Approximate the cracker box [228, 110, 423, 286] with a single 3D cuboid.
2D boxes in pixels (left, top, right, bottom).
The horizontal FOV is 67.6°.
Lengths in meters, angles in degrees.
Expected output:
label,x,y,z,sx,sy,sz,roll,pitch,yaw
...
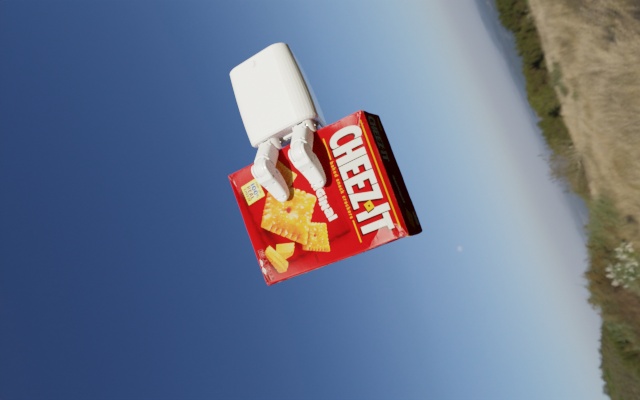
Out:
label,x,y,z,sx,sy,sz,roll,pitch,yaw
cracker box,0.000,0.002,0.627,0.214,0.164,0.072,-23,-8,25
